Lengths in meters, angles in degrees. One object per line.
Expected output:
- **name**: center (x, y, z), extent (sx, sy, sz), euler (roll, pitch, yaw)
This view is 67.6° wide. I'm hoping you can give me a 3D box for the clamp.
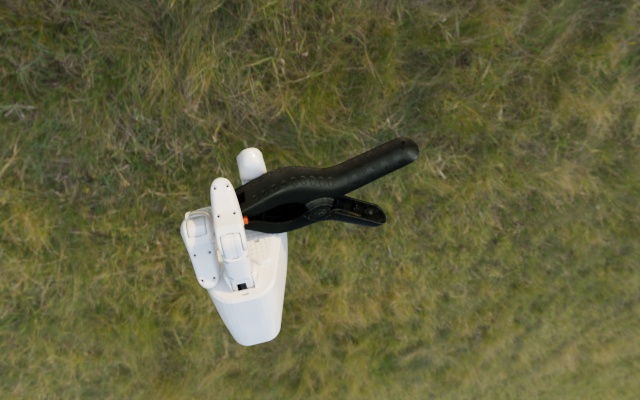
- **clamp**: center (0.000, 0.002, 0.433), extent (0.171, 0.039, 0.120), euler (-12, -38, -8)
